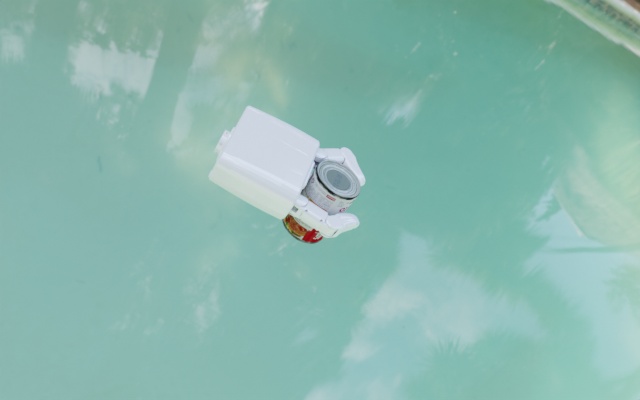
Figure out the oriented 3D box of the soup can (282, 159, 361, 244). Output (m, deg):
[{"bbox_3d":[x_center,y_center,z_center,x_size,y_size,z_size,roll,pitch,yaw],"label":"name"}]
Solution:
[{"bbox_3d":[0.001,0.002,0.642,0.068,0.068,0.102,0,-38,-37],"label":"soup can"}]
